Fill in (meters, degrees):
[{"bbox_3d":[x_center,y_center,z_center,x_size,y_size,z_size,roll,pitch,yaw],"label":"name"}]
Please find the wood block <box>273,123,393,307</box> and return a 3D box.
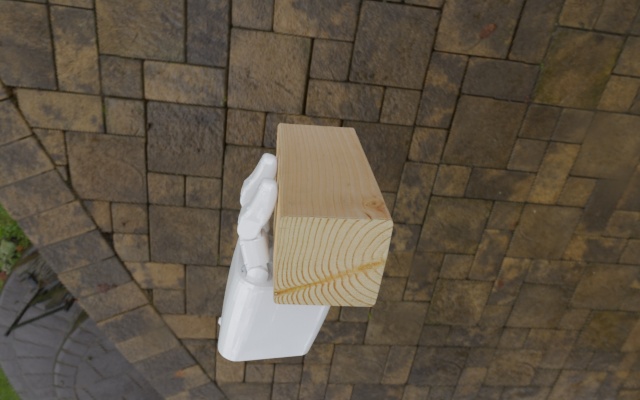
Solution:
[{"bbox_3d":[0.000,0.002,0.475,0.091,0.090,0.206,3,29,-8],"label":"wood block"}]
